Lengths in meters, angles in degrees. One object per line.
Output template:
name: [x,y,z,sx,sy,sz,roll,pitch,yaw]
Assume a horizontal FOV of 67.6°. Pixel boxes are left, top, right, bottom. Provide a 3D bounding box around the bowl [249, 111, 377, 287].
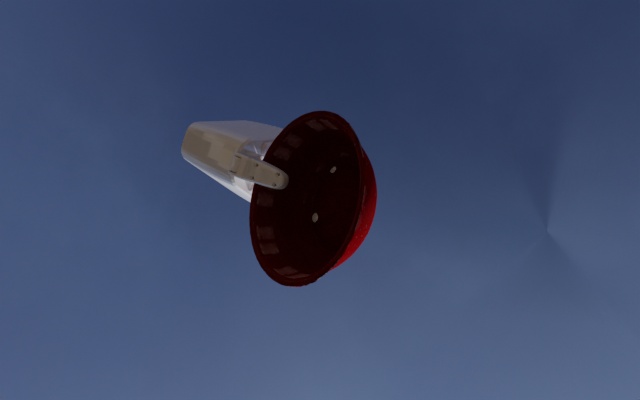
bowl: [0.001,0.002,0.447,0.055,0.162,0.162,15,-9,-39]
